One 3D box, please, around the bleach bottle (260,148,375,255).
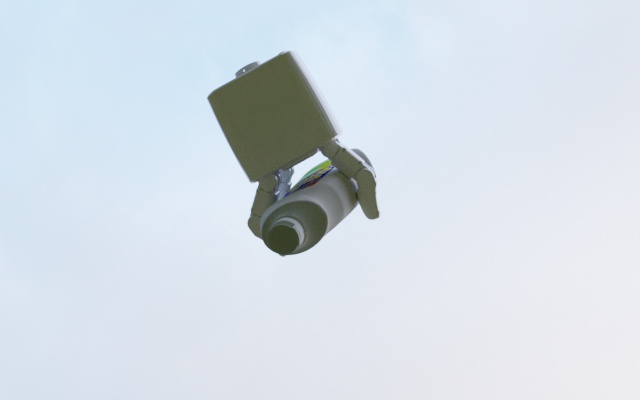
[{"bbox_3d":[0.000,0.002,0.531,0.102,0.068,0.250,-25,7,16],"label":"bleach bottle"}]
